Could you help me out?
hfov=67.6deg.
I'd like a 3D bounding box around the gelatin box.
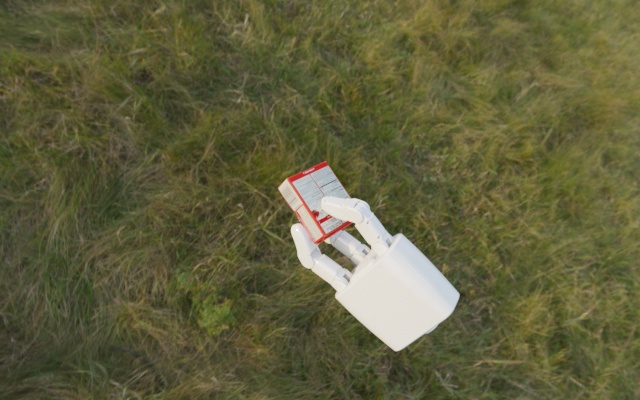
[{"bbox_3d":[0.000,0.002,0.609,0.073,0.089,0.030,-28,-8,-41],"label":"gelatin box"}]
